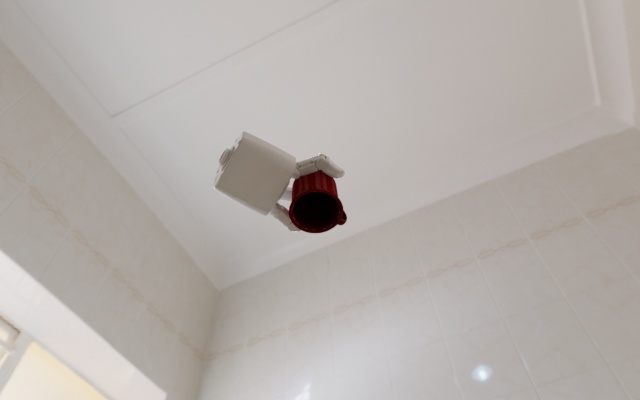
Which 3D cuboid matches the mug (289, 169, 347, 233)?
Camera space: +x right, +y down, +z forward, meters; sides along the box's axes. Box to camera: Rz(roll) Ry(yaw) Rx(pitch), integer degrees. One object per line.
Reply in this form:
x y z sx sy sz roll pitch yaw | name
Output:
0.001 0.003 0.845 0.117 0.093 0.081 30 27 -22 | mug
